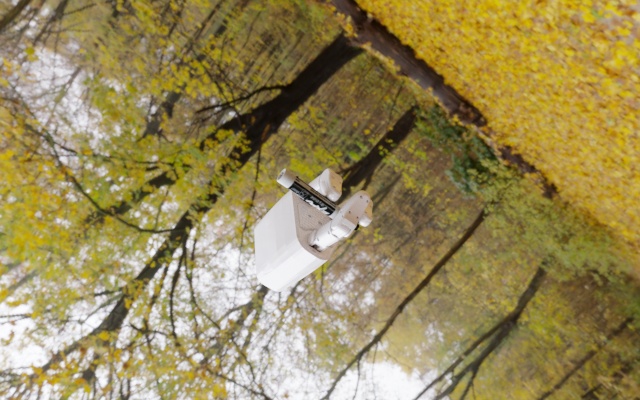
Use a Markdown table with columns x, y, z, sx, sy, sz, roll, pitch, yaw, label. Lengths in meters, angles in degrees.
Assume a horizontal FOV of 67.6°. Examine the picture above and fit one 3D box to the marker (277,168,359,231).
| x | y | z | sx | sy | sz | roll | pitch | yaw | label |
| --- | --- | --- | --- | --- | --- | --- | --- | --- | --- |
| 0.000 | 0.002 | 0.585 | 0.121 | 0.020 | 0.020 | 35 | -13 | -20 | marker |
